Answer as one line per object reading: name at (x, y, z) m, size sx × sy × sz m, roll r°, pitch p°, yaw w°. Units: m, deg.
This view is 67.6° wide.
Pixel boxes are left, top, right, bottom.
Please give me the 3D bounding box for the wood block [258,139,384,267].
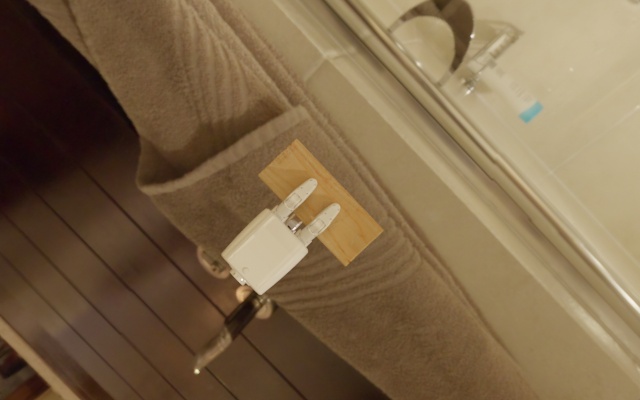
wood block at (0.000, 0.003, 0.816) m, size 0.090 × 0.206 × 0.091 m, roll -43°, pitch 2°, yaw 0°
